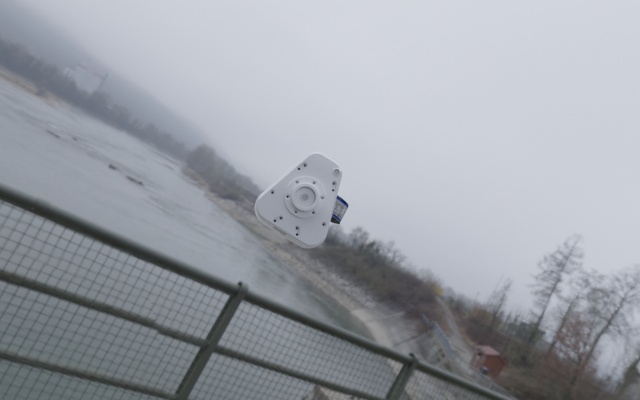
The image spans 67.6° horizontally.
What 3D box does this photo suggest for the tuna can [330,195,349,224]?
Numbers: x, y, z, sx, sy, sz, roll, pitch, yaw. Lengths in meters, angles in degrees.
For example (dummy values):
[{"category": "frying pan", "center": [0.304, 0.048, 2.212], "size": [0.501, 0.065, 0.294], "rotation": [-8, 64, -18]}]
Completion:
[{"category": "tuna can", "center": [0.000, 0.002, 0.744], "size": [0.086, 0.033, 0.086], "rotation": [28, -8, 4]}]
